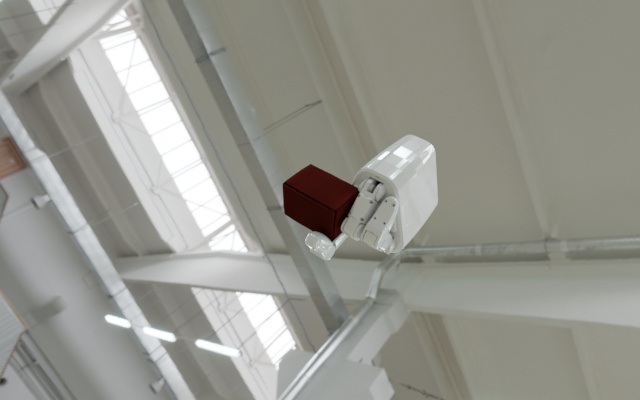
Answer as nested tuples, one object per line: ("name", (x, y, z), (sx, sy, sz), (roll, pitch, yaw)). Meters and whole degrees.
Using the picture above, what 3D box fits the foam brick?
("foam brick", (0.000, 0.002, 0.577), (0.078, 0.053, 0.051), (29, 50, 24))
